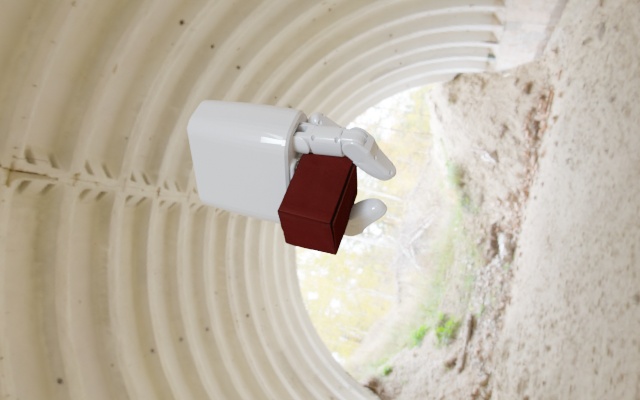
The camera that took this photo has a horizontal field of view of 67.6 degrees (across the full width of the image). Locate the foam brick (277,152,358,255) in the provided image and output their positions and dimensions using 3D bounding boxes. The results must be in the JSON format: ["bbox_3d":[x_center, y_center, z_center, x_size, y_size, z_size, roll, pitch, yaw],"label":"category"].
[{"bbox_3d":[0.000,0.002,0.438,0.051,0.078,0.053,11,-36,14],"label":"foam brick"}]
